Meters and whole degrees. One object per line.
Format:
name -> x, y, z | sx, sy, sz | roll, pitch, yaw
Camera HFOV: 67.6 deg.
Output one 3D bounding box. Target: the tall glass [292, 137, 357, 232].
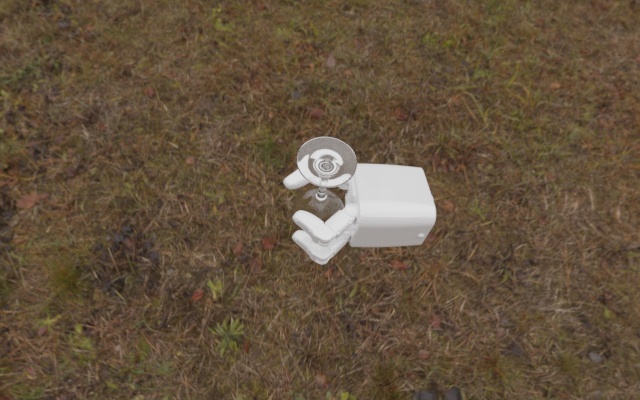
tall glass -> 0.000, 0.002, 0.663 | 0.079, 0.079, 0.201 | 0, -30, -6
